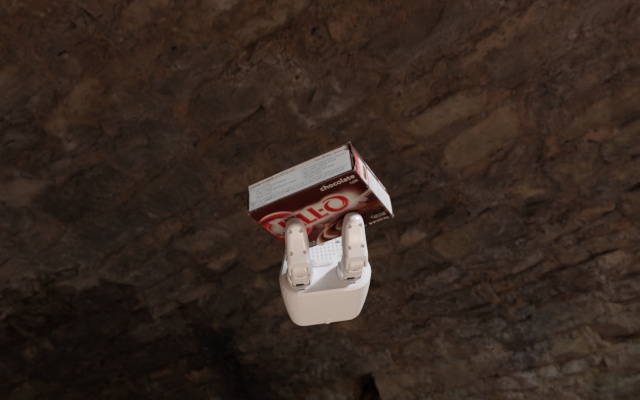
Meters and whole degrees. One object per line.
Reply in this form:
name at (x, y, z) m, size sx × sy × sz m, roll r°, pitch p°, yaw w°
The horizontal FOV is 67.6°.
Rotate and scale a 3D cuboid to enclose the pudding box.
pudding box at (0.000, 0.001, 0.455) m, size 0.113 × 0.039 × 0.090 m, roll -24°, pitch -37°, yaw 19°
